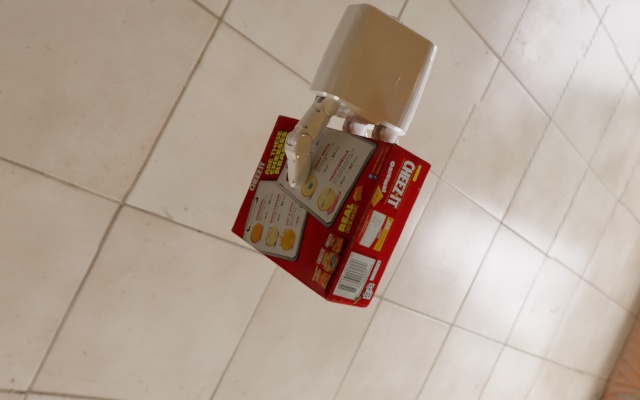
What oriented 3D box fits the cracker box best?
[{"bbox_3d":[0.000,0.002,0.546,0.072,0.164,0.213,22,1,-39],"label":"cracker box"}]
